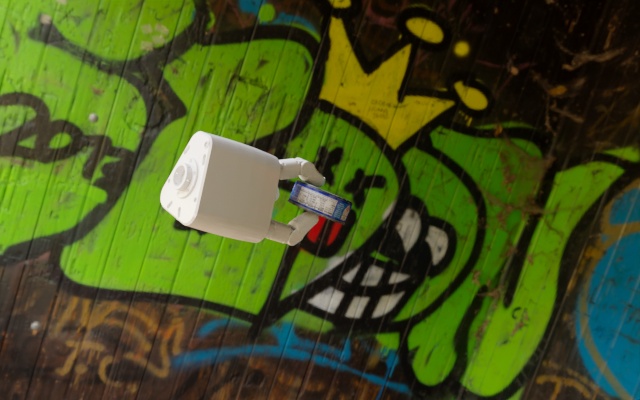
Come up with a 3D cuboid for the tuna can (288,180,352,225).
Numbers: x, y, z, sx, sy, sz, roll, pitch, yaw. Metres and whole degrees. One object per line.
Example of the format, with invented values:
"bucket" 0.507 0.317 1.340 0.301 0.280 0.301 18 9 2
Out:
"tuna can" 0.000 0.002 0.659 0.086 0.034 0.086 22 1 0
